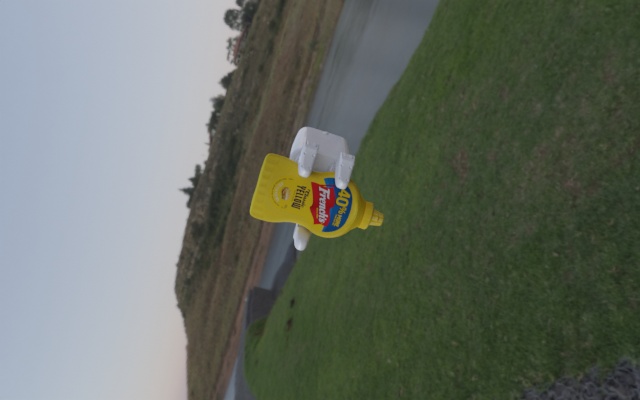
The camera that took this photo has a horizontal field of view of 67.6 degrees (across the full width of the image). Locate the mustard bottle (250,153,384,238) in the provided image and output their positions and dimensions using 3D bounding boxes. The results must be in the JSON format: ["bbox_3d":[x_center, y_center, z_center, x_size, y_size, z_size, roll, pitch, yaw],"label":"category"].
[{"bbox_3d":[0.000,0.002,0.699,0.191,0.096,0.058,16,4,-7],"label":"mustard bottle"}]
